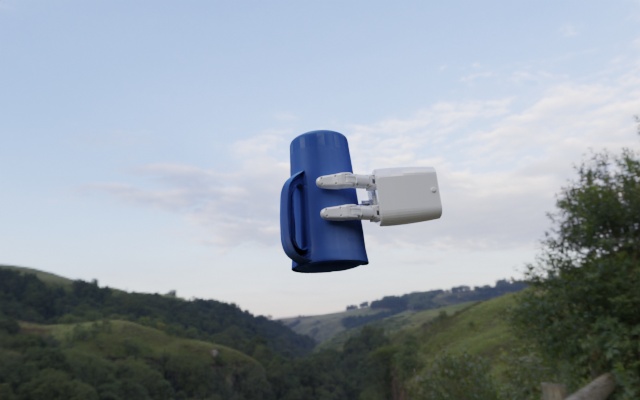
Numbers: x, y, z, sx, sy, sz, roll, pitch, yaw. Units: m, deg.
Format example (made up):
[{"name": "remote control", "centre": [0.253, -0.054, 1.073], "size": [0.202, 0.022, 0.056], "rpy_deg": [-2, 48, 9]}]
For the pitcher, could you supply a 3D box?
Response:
[{"name": "pitcher", "centre": [0.000, 0.003, 0.835], "size": [0.145, 0.242, 0.149], "rpy_deg": [-5, -16, -4]}]
